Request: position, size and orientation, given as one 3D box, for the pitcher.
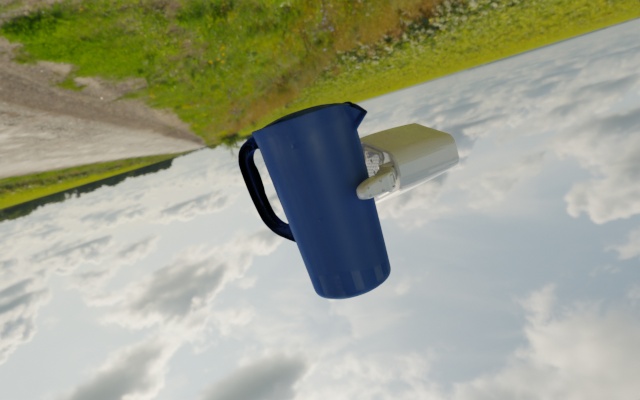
[{"bbox_3d":[0.000,0.002,0.630,0.145,0.243,0.149,-22,11,-23],"label":"pitcher"}]
